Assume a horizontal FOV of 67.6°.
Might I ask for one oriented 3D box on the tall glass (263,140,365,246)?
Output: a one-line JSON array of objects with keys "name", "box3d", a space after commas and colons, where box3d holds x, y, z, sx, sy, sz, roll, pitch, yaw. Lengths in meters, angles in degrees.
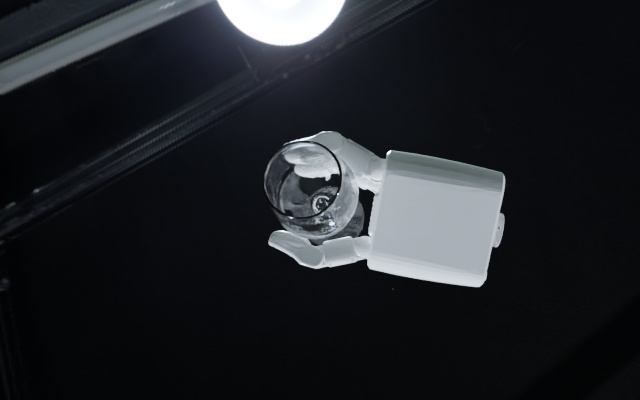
[{"name": "tall glass", "box3d": [0.000, 0.002, 0.457, 0.079, 0.079, 0.201, 0, -10, 9]}]
